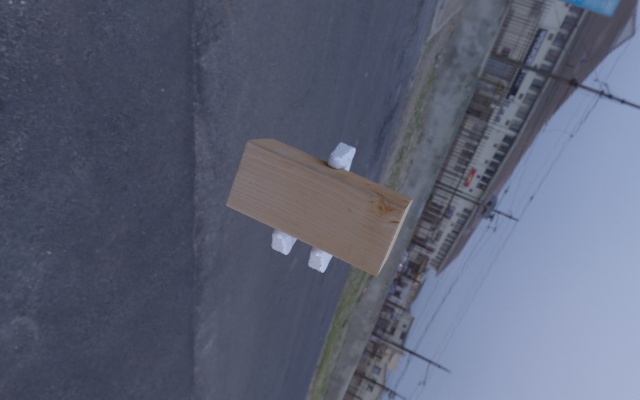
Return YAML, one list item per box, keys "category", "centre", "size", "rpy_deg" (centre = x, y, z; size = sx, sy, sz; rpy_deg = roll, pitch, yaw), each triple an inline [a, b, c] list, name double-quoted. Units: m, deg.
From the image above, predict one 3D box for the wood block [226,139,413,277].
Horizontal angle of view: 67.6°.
- category: "wood block"
  centre: [0.000, 0.002, 0.603]
  size: [0.206, 0.091, 0.090]
  rpy_deg: [24, 14, 12]
